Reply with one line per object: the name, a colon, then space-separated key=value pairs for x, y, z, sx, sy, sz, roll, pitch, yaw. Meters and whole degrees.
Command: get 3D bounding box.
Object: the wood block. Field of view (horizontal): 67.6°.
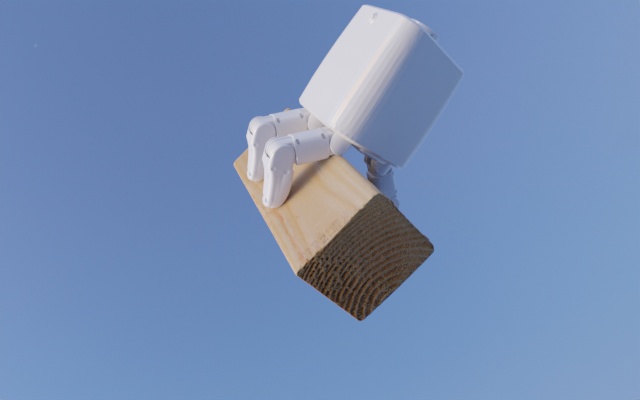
wood block: x=0.000 y=0.001 z=0.452 sx=0.091 sy=0.090 sz=0.206 roll=41 pitch=6 yaw=-35
